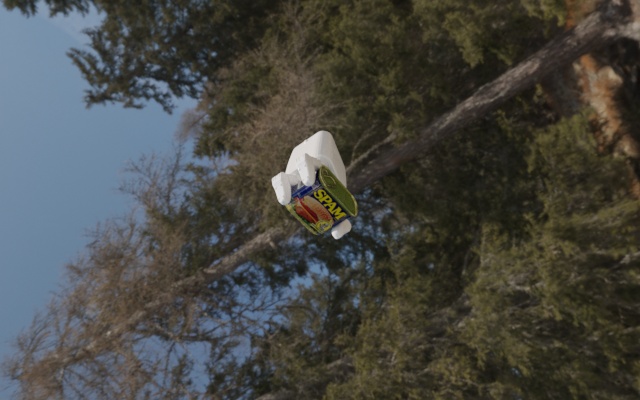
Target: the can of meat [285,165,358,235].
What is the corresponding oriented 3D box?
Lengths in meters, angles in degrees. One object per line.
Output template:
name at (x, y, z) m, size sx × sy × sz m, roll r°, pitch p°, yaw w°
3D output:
can of meat at (0.000, 0.003, 0.819) m, size 0.084 × 0.102 × 0.057 m, roll -31°, pitch 29°, yaw 23°
